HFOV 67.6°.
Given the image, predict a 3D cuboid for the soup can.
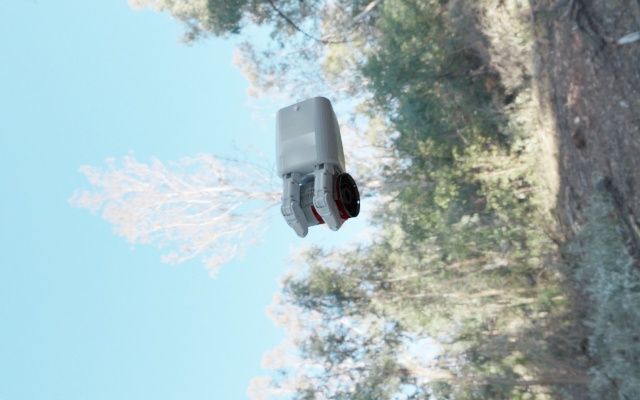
[{"bbox_3d":[0.000,0.003,0.717,0.102,0.068,0.068,-13,-6,26],"label":"soup can"}]
